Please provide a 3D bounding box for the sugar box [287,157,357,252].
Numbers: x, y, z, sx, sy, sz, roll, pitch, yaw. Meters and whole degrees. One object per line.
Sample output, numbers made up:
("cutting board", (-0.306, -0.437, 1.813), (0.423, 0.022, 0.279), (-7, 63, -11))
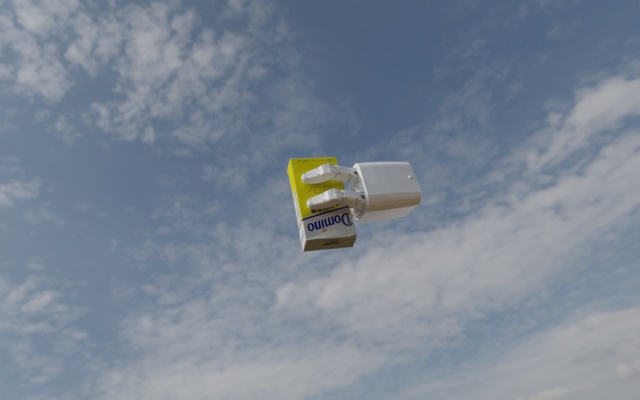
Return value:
("sugar box", (0.000, 0.002, 0.859), (0.093, 0.176, 0.048), (-5, -36, -14))
